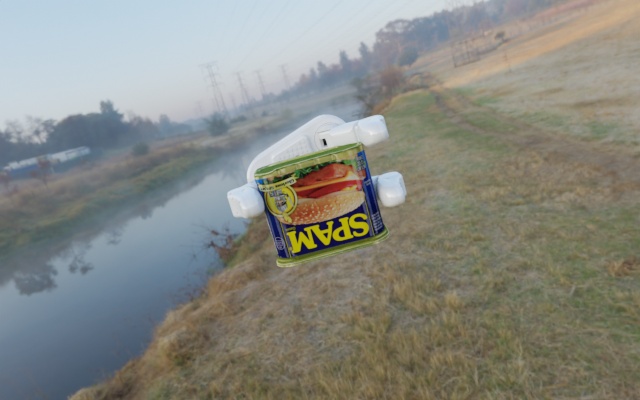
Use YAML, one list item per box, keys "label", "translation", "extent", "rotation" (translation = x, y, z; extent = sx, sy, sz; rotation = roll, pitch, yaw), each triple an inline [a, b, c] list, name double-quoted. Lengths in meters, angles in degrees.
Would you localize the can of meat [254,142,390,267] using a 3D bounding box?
- label: "can of meat"
  translation: [0.000, 0.001, 0.417]
  extent: [0.102, 0.084, 0.057]
  rotation: [-15, 11, 3]
